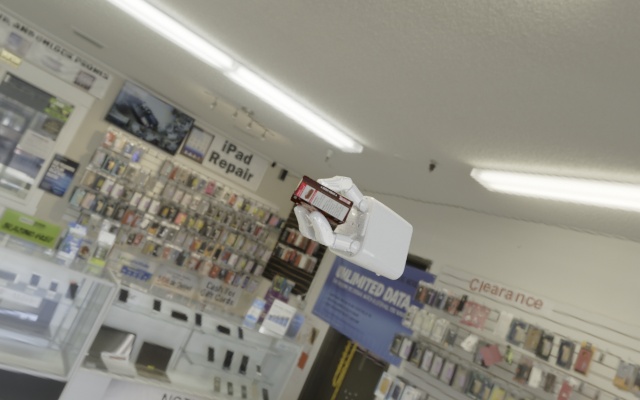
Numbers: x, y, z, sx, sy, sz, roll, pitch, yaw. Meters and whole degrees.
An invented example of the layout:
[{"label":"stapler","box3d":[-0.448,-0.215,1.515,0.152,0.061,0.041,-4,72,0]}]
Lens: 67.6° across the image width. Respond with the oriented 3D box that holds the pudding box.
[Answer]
[{"label":"pudding box","box3d":[0.000,0.002,0.753,0.090,0.039,0.113,29,-9,-2]}]
